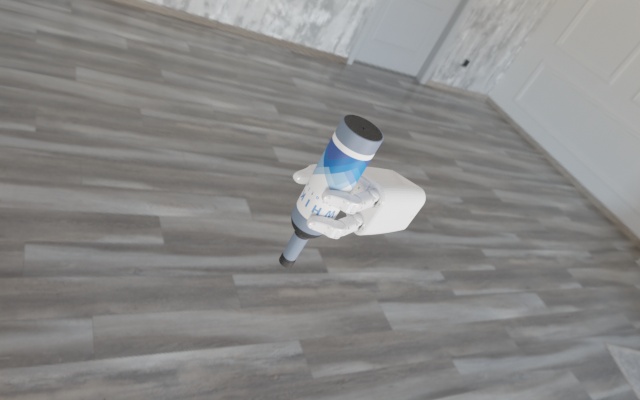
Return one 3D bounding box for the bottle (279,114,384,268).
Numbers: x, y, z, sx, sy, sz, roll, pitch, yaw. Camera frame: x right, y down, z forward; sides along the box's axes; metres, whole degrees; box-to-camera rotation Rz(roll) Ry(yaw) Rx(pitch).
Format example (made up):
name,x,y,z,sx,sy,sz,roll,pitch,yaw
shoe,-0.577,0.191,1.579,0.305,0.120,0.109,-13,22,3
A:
name,x,y,z,sx,sy,sz,roll,pitch,yaw
bottle,0.000,0.002,0.762,0.069,0.296,0.069,20,35,-15
